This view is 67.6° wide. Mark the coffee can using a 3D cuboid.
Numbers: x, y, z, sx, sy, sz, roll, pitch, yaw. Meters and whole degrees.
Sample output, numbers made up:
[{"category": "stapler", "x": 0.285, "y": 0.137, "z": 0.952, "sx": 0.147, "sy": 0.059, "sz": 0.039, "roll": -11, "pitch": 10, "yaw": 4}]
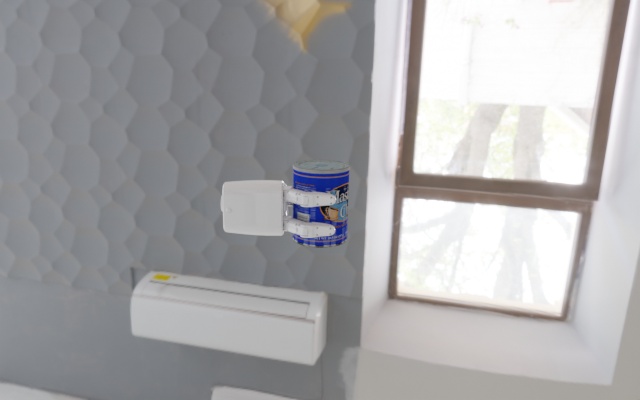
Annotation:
[{"category": "coffee can", "x": 0.000, "y": 0.003, "z": 0.871, "sx": 0.103, "sy": 0.140, "sz": 0.102, "roll": 1, "pitch": 15, "yaw": 0}]
